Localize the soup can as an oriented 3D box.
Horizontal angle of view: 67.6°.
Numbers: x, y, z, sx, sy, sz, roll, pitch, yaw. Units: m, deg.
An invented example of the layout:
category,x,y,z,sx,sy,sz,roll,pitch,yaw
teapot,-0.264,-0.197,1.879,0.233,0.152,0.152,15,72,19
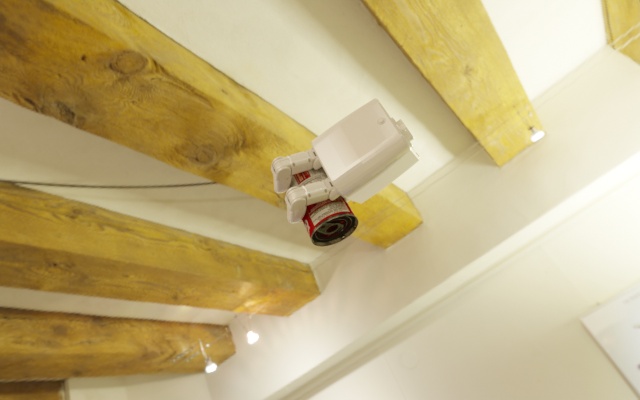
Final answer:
category,x,y,z,sx,sy,sz,roll,pitch,yaw
soup can,0.000,0.002,0.655,0.068,0.102,0.069,-19,-32,-12
